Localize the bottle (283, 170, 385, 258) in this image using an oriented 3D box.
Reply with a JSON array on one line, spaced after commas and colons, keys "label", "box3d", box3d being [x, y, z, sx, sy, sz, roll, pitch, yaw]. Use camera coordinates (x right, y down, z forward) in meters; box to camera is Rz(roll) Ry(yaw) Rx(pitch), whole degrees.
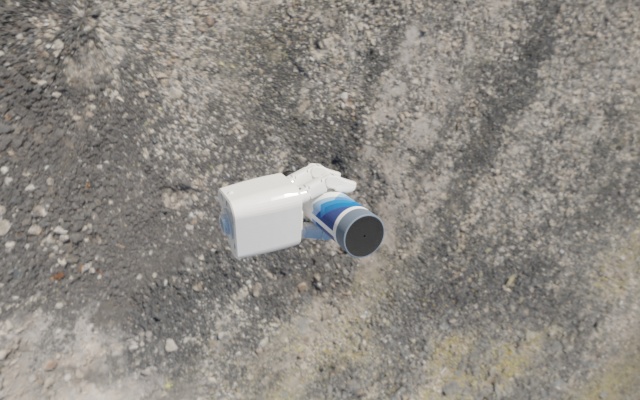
[{"label": "bottle", "box3d": [0.000, 0.003, 0.790, 0.069, 0.069, 0.295, 0, 19, -26]}]
